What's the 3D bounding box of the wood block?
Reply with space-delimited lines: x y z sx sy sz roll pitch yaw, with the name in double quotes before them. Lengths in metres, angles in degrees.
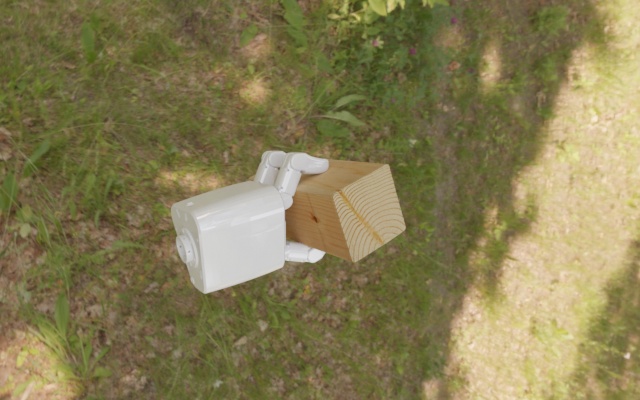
"wood block" 0.000 0.003 0.631 0.090 0.091 0.206 -29 23 -28
